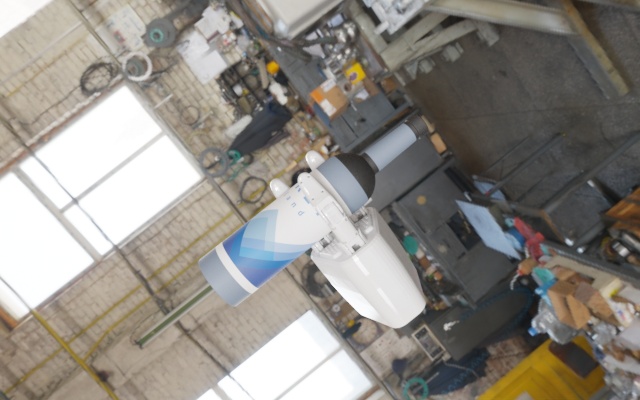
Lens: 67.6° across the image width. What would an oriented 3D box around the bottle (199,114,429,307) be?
[{"bbox_3d":[0.000,0.002,0.542,0.295,0.069,0.069,-38,2,-2],"label":"bottle"}]
